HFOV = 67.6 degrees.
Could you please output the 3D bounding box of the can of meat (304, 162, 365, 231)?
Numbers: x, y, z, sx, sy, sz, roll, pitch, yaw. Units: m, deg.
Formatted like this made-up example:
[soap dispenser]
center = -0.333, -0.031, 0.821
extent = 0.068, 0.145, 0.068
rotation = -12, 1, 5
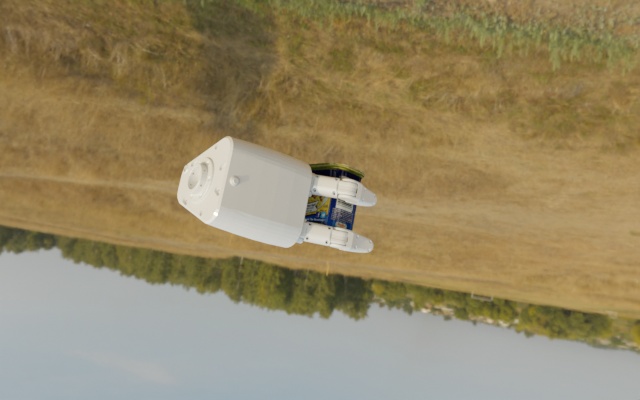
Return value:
[can of meat]
center = 0.000, 0.002, 0.600
extent = 0.102, 0.084, 0.057
rotation = 0, -15, 46
